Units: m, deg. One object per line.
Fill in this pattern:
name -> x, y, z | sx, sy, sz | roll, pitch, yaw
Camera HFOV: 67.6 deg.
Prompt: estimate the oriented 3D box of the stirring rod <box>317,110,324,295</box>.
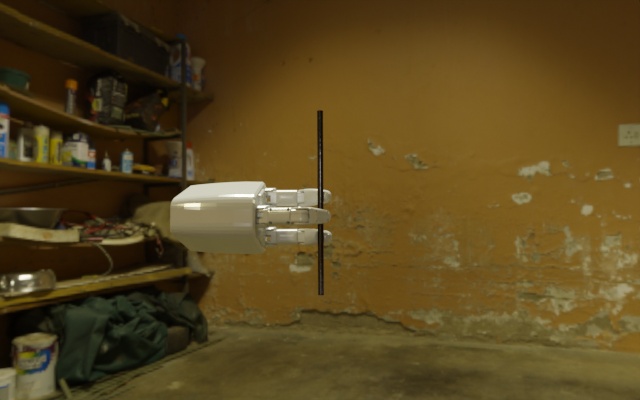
stirring rod -> 0.000, 0.002, 0.624 | 0.011, 0.239, 0.011 | 0, -3, 0
